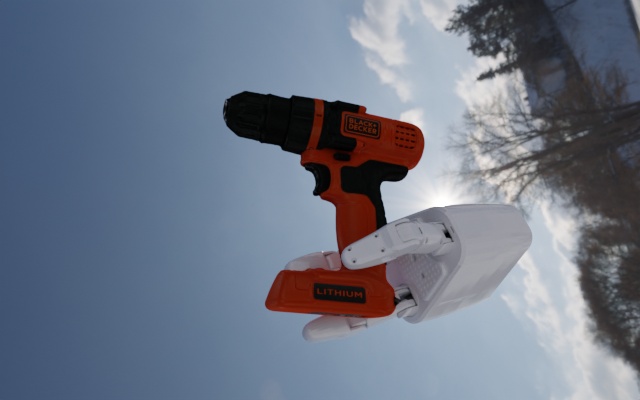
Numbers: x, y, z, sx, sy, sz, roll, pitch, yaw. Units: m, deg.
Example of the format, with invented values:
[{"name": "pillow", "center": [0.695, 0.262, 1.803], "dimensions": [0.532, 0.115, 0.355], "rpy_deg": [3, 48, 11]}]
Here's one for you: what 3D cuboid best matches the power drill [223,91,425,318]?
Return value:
[{"name": "power drill", "center": [0.000, 0.002, 0.408], "dimensions": [0.184, 0.187, 0.057], "rpy_deg": [9, -16, -12]}]
